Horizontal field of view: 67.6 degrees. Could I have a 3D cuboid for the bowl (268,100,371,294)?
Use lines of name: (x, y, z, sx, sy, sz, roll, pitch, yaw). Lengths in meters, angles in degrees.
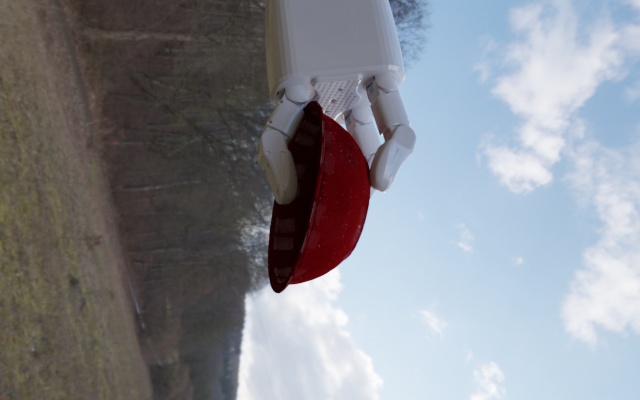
bowl: (0.000, 0.003, 0.405, 0.055, 0.162, 0.162, 12, -3, -15)
